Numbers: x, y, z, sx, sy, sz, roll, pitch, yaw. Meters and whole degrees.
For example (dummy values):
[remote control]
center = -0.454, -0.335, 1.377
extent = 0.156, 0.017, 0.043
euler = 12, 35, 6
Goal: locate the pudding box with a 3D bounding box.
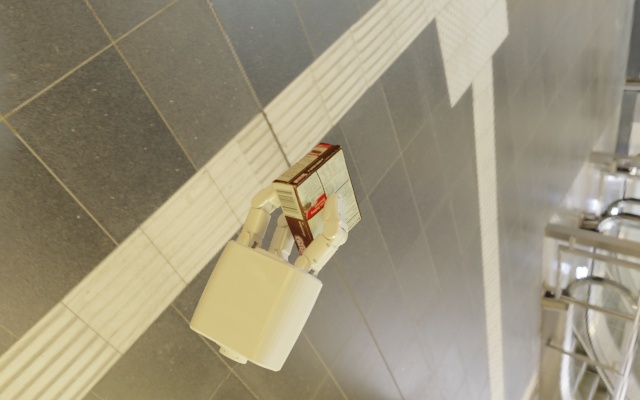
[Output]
[pudding box]
center = 0.000, 0.002, 0.568
extent = 0.039, 0.114, 0.090
euler = 14, 44, 38
